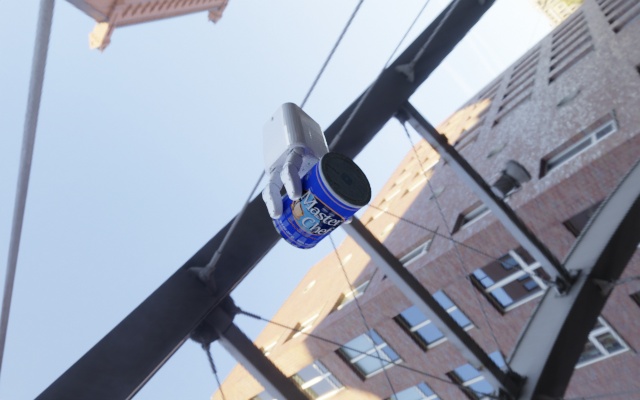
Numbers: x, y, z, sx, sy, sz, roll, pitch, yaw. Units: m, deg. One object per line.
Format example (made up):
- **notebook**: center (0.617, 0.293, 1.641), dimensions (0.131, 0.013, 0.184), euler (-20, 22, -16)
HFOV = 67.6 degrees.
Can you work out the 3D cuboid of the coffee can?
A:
- **coffee can**: center (0.000, 0.003, 0.781), dimensions (0.103, 0.102, 0.140), euler (0, -32, -45)
